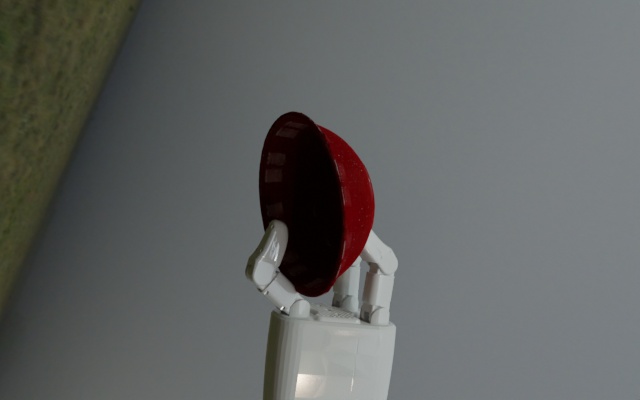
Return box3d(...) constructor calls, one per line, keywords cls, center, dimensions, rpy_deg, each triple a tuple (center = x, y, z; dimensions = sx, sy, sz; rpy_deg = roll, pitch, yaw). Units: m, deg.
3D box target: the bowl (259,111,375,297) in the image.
box3d(cls="bowl", center=(0.000, 0.000, 0.427), dimensions=(0.055, 0.162, 0.162), rpy_deg=(-8, 4, -29))
